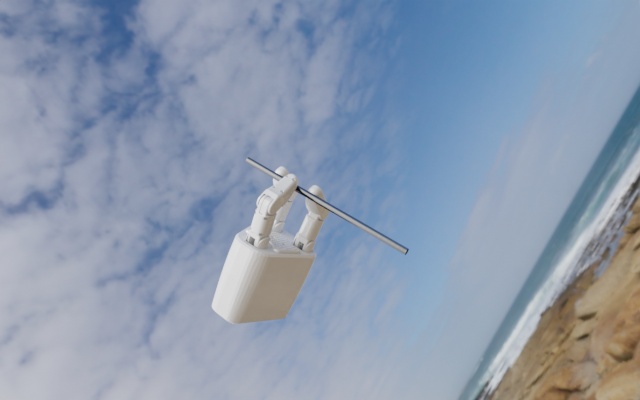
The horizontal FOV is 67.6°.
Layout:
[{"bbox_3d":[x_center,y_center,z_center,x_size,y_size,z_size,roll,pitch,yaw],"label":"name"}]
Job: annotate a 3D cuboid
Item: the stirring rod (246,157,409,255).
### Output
[{"bbox_3d":[0.000,0.002,0.575,0.239,0.011,0.011,30,13,24],"label":"stirring rod"}]
